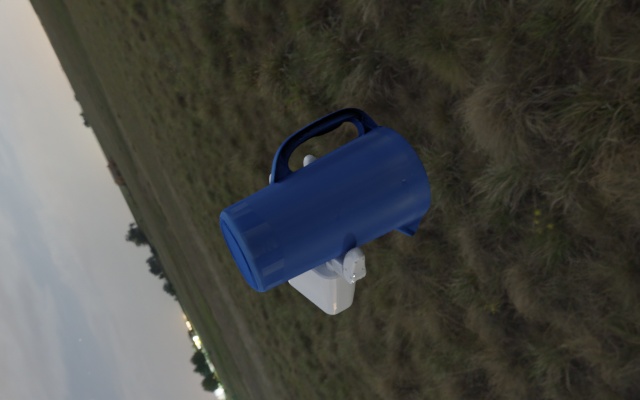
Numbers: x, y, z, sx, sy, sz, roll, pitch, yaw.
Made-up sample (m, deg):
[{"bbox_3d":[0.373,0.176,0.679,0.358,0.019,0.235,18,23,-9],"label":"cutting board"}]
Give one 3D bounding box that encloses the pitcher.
[{"bbox_3d":[0.000,0.002,0.594,0.243,0.145,0.149,-26,52,-19],"label":"pitcher"}]
